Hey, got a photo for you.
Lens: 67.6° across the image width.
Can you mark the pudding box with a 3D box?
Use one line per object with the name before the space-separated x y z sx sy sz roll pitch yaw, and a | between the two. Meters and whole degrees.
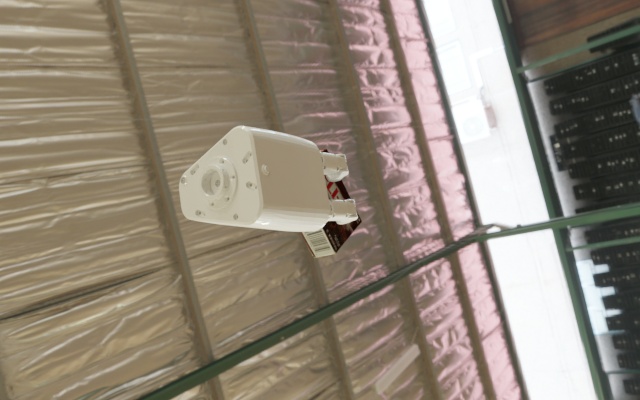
pudding box | 0.000 0.002 0.597 0.039 0.113 0.090 -16 16 33
